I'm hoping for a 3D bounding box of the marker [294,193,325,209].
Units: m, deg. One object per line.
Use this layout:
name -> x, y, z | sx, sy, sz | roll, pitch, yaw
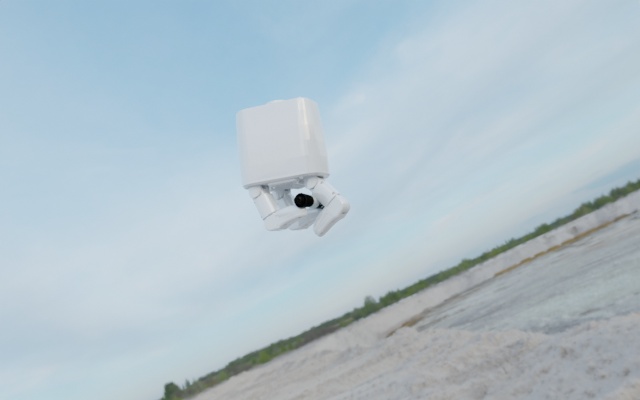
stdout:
marker -> 0.000, 0.002, 0.644 | 0.020, 0.020, 0.121 | 0, -3, 28
